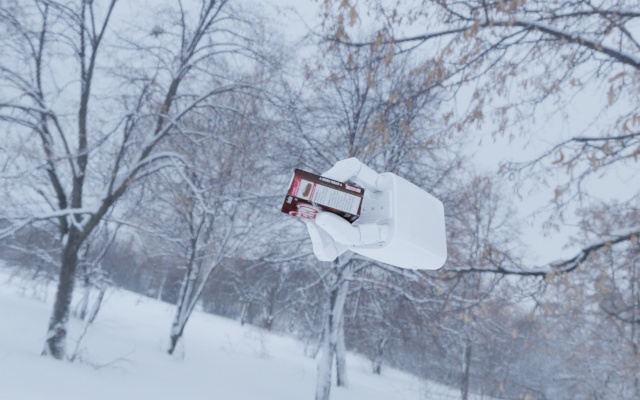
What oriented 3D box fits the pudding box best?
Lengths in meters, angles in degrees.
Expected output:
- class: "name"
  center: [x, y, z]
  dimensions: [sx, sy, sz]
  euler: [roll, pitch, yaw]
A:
- class: "pudding box"
  center: [0.000, 0.002, 0.597]
  dimensions: [0.090, 0.039, 0.113]
  euler: [16, -16, -4]
